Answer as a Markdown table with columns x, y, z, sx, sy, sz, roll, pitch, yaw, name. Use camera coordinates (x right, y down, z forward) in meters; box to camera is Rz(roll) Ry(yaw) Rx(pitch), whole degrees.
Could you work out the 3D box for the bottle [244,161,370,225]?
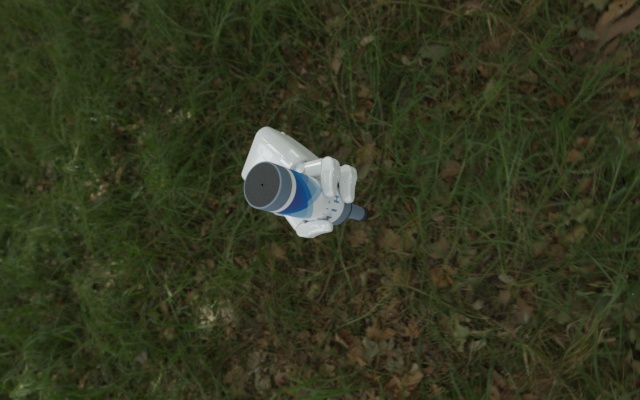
| x | y | z | sx | sy | sz | roll | pitch | yaw | name |
| --- | --- | --- | --- | --- | --- | --- | --- | --- | --- |
| 0.000 | 0.003 | 0.768 | 0.069 | 0.069 | 0.296 | 0 | -9 | 33 | bottle |
